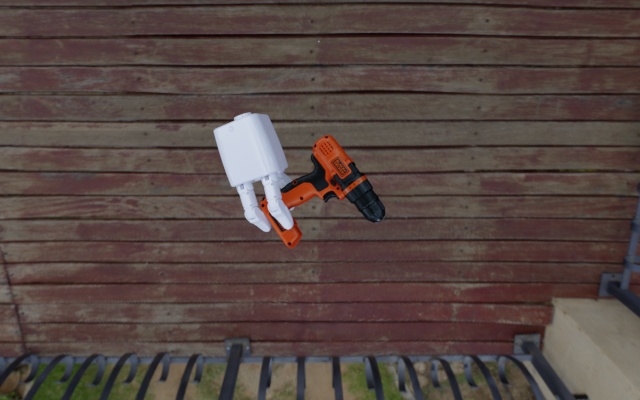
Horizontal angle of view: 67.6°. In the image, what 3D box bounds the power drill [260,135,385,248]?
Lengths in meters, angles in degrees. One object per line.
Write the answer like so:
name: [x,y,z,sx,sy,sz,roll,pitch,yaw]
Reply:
power drill: [0.000,0.003,0.865,0.187,0.184,0.057,-37,-8,4]
